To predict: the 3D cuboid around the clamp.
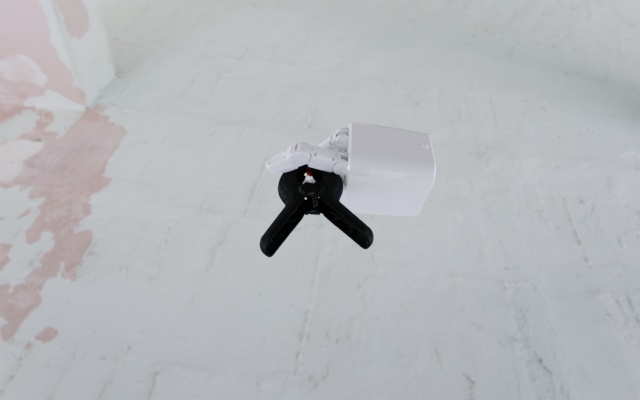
[{"bbox_3d":[0.000,0.002,0.558,0.120,0.039,0.171,6,42,0],"label":"clamp"}]
